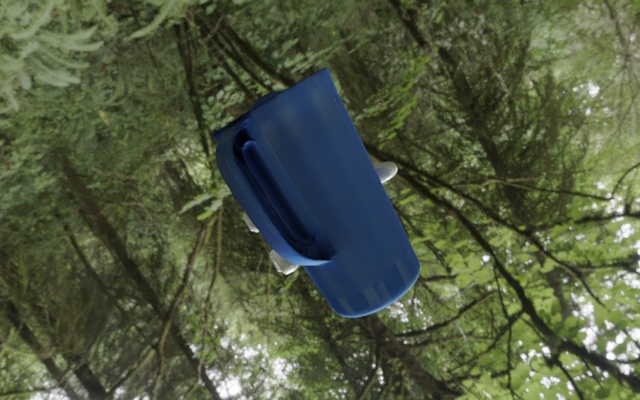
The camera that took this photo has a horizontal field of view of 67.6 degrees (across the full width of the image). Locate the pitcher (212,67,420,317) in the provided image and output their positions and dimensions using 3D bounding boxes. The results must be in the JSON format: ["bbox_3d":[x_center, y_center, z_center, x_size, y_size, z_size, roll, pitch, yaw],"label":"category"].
[{"bbox_3d":[0.000,0.002,0.493,0.149,0.243,0.145,-32,11,-11],"label":"pitcher"}]
